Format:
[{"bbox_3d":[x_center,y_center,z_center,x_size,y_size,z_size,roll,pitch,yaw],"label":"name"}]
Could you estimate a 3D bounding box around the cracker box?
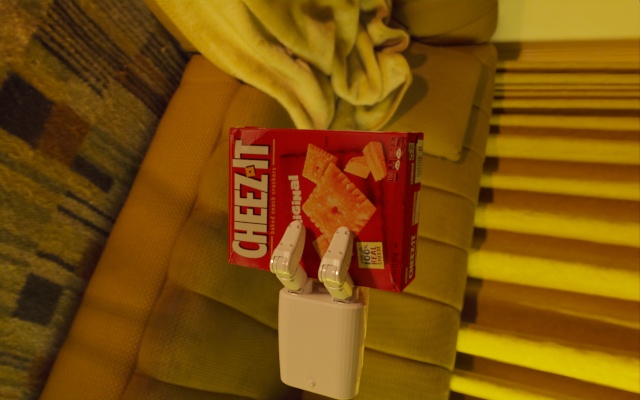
[{"bbox_3d":[0.000,0.002,0.536,0.213,0.164,0.072,6,8,24],"label":"cracker box"}]
